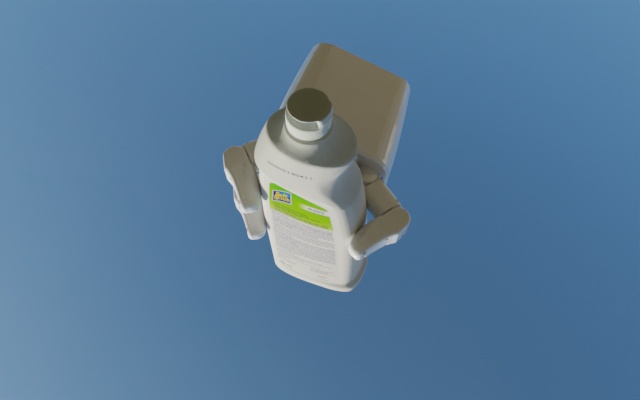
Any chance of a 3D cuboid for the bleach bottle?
[{"bbox_3d":[0.000,0.001,0.411,0.102,0.068,0.251,16,-27,8],"label":"bleach bottle"}]
